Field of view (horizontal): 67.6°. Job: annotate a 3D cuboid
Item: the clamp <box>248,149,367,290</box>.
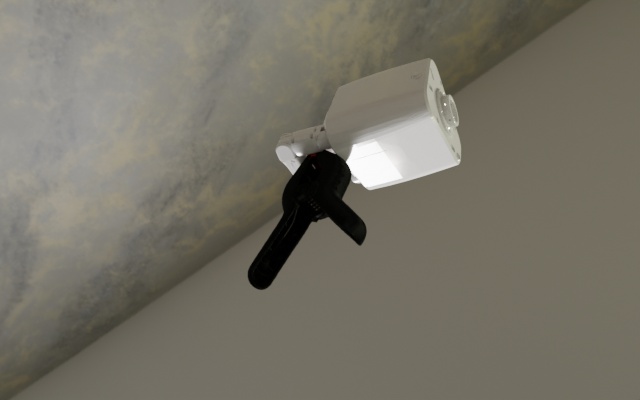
[{"bbox_3d":[0.000,0.002,0.450,0.120,0.171,0.039,-17,-52,30],"label":"clamp"}]
